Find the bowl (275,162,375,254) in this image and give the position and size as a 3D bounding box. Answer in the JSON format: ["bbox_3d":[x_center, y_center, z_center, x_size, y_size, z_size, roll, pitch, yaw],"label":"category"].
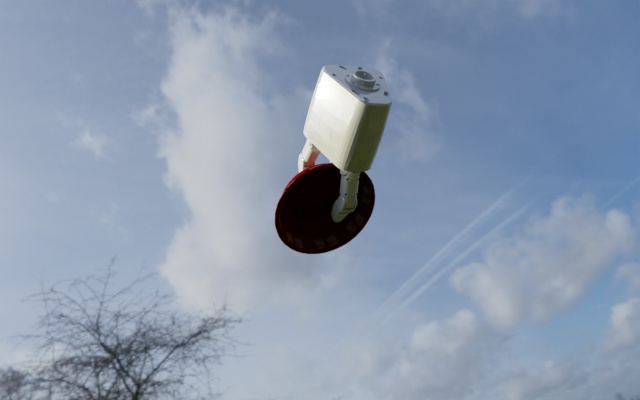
[{"bbox_3d":[-0.001,0.003,0.731,0.162,0.162,0.055,0,31,-25],"label":"bowl"}]
